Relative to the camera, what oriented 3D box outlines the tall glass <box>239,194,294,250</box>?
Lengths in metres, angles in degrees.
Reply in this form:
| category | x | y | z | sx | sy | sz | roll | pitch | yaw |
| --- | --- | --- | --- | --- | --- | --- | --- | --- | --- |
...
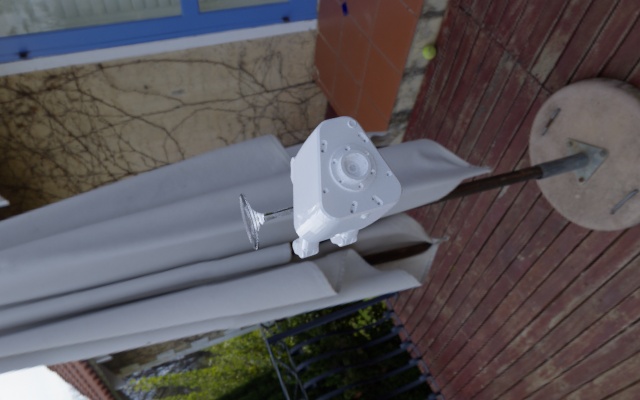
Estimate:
| category | x | y | z | sx | sy | sz | roll | pitch | yaw |
| --- | --- | --- | --- | --- | --- | --- | --- | --- | --- |
| tall glass | -0.001 | 0.002 | 0.634 | 0.201 | 0.079 | 0.079 | -15 | 5 | -18 |
